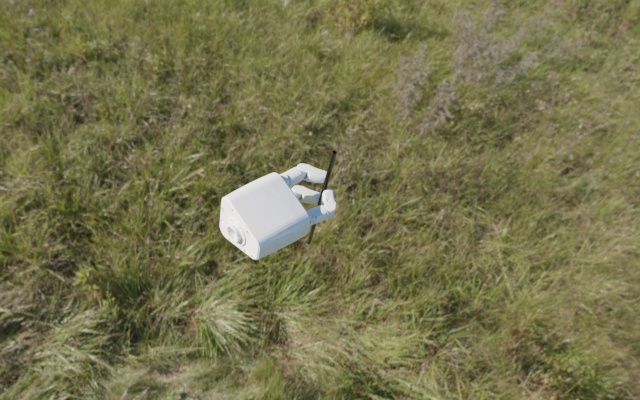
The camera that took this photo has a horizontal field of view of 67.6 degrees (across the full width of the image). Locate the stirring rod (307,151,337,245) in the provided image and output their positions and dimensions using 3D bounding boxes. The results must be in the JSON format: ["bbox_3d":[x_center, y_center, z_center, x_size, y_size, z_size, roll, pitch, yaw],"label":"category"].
[{"bbox_3d":[0.000,0.003,0.871,0.011,0.011,0.240,0,-43,-16],"label":"stirring rod"}]
